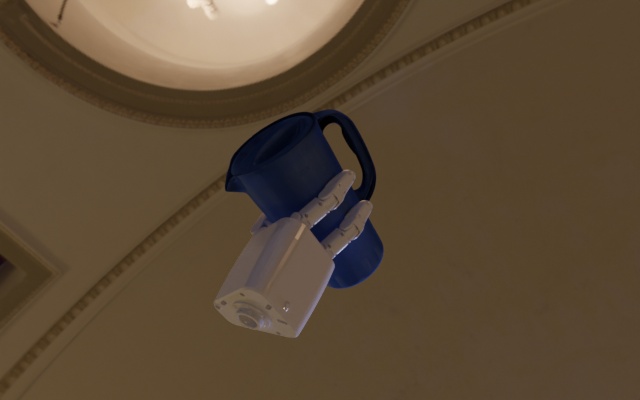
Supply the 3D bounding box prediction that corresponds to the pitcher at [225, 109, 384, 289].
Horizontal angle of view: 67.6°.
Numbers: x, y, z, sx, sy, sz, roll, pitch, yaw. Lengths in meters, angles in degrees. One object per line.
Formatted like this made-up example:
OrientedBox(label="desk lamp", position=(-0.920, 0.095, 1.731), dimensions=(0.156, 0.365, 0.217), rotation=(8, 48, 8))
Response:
OrientedBox(label="pitcher", position=(0.000, 0.002, 0.668), dimensions=(0.149, 0.243, 0.145), rotation=(-11, 36, 36))
